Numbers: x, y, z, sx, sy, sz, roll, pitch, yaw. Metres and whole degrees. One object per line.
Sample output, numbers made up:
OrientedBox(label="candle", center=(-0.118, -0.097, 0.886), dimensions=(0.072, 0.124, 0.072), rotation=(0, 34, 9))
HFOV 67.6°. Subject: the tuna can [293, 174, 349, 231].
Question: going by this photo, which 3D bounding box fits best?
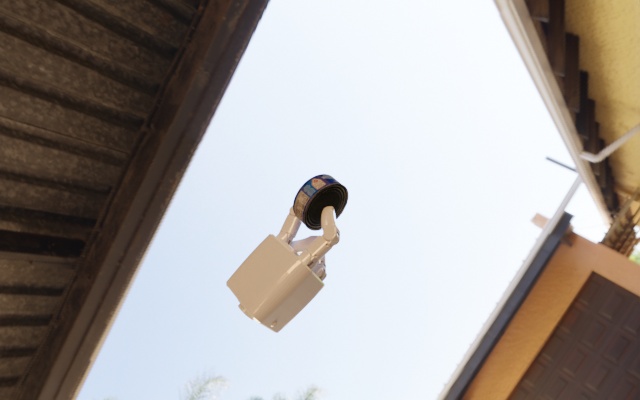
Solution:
OrientedBox(label="tuna can", center=(0.000, 0.002, 0.735), dimensions=(0.086, 0.086, 0.033), rotation=(0, 32, -46))
